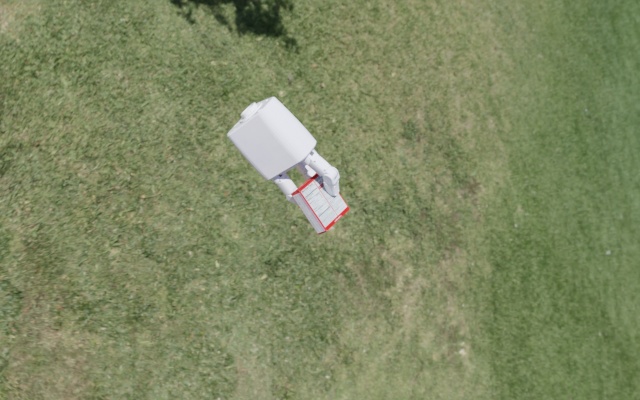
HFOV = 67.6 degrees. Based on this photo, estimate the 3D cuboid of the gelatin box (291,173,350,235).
[{"bbox_3d":[0.001,0.003,0.842,0.073,0.089,0.030,-42,11,-38],"label":"gelatin box"}]
